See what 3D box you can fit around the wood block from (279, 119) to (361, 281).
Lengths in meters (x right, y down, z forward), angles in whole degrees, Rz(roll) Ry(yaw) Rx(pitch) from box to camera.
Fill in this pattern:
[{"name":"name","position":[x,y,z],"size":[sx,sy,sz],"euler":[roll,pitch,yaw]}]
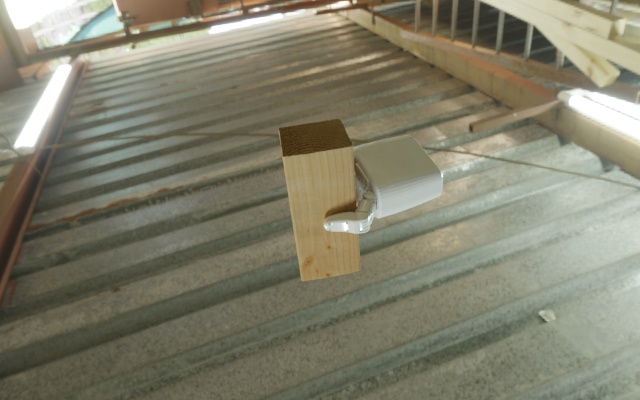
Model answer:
[{"name":"wood block","position":[0.001,0.002,0.676],"size":[0.090,0.206,0.090],"euler":[-9,33,-4]}]
